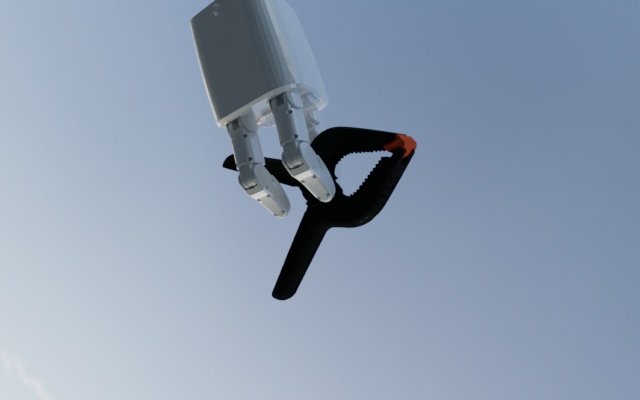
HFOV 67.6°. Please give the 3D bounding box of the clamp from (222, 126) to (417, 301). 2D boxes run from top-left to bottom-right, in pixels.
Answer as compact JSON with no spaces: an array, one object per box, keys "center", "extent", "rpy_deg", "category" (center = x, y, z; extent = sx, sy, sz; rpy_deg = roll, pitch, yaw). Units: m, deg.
[{"center":[0.001,0.001,0.458],"extent":[0.210,0.164,0.036],"rpy_deg":[-21,-6,34],"category":"clamp"}]
